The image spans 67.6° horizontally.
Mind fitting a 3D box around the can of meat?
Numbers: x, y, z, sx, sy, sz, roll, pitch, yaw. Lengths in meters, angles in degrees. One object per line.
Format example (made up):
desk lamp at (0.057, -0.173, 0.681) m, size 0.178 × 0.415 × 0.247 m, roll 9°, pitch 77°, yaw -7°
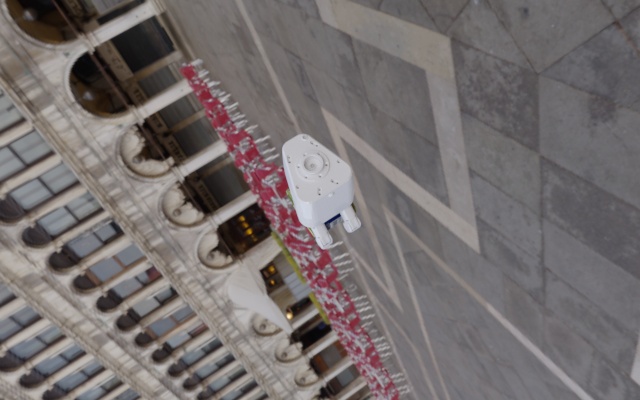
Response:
can of meat at (0.000, 0.003, 0.837) m, size 0.084 × 0.102 × 0.057 m, roll -32°, pitch -15°, yaw -9°
